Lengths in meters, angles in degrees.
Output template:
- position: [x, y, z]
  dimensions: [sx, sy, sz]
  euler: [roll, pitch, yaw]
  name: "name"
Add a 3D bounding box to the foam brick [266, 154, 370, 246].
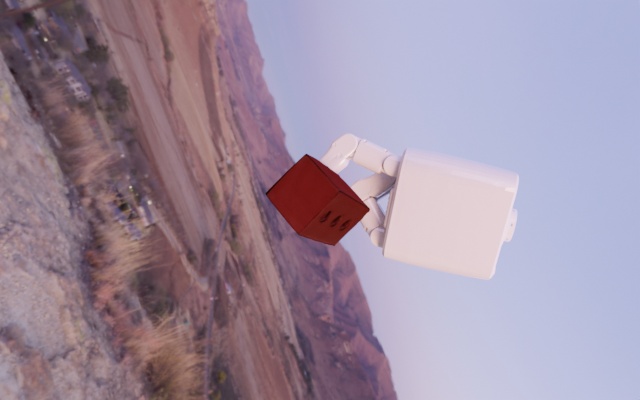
- position: [0.000, 0.001, 0.433]
  dimensions: [0.051, 0.053, 0.078]
  euler: [50, 12, 26]
  name: "foam brick"
